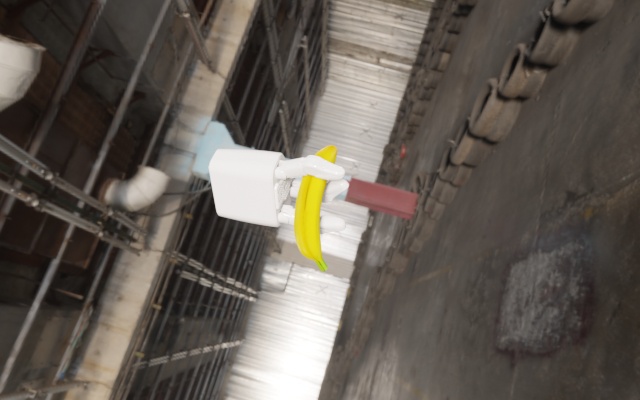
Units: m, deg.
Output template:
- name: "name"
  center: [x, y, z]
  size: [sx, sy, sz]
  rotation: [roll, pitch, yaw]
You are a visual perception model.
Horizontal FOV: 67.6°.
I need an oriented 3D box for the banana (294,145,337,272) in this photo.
- name: "banana"
  center: [-0.008, 0.000, 0.700]
  size: [0.037, 0.197, 0.070]
  rotation: [-1, -18, 26]
